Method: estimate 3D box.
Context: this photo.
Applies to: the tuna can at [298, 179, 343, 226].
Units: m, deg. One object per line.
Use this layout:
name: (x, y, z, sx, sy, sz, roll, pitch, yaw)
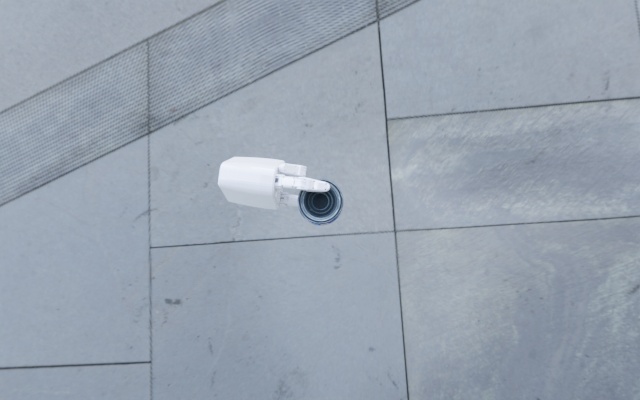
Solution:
tuna can: (0.000, 0.003, 0.889, 0.086, 0.086, 0.034, 0, -6, 1)
